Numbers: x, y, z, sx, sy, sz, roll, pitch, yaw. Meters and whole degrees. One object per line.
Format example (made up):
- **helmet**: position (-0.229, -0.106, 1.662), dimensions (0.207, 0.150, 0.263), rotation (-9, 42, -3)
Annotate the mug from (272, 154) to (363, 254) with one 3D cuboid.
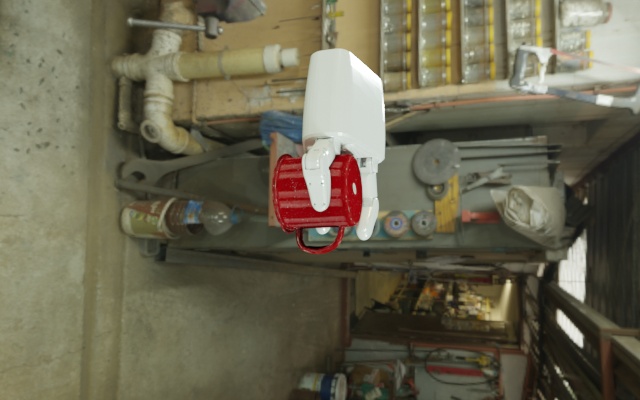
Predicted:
- **mug**: position (0.000, 0.003, 0.540), dimensions (0.081, 0.117, 0.093), rotation (-3, -14, 18)
